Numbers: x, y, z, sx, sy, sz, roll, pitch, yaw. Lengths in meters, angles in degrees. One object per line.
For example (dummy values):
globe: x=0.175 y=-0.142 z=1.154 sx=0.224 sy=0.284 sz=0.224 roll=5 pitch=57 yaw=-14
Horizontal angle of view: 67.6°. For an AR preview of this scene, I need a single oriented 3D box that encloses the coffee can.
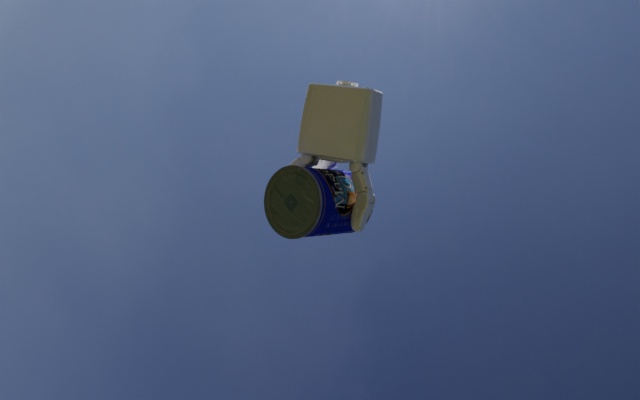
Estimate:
coffee can: x=0.000 y=0.003 z=0.716 sx=0.103 sy=0.103 sz=0.140 roll=0 pitch=0 yaw=37
